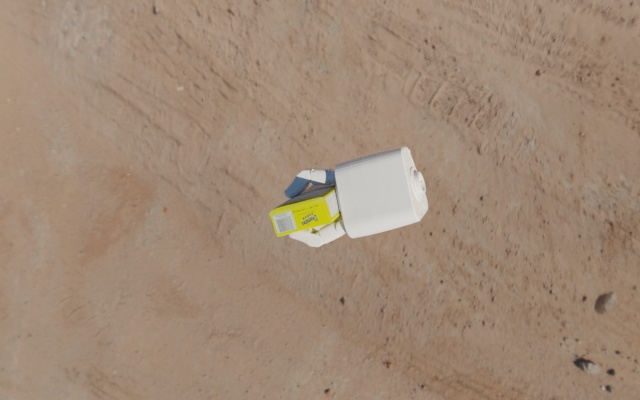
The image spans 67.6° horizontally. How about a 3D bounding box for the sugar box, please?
[{"bbox_3d":[0.000,0.003,0.748,0.093,0.048,0.176,-15,6,25],"label":"sugar box"}]
